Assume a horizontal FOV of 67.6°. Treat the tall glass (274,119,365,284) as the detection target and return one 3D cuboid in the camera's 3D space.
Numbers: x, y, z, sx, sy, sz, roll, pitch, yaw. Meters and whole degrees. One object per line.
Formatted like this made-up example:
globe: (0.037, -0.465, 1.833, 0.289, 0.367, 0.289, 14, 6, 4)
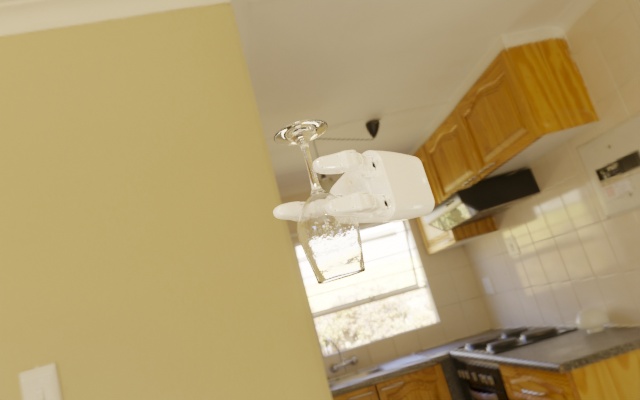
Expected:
tall glass: (0.000, 0.001, 0.614, 0.079, 0.201, 0.079, -15, -13, -3)
